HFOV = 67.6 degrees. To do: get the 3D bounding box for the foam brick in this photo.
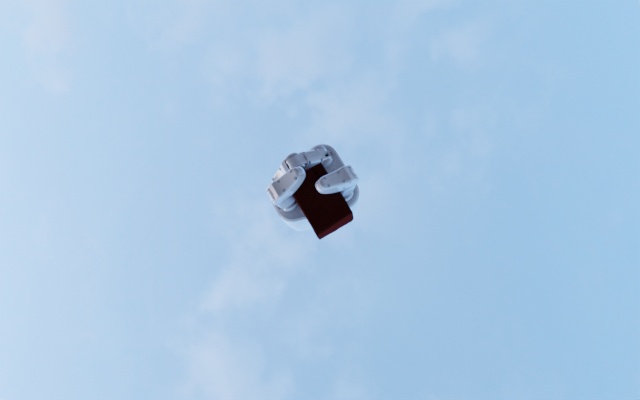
[{"bbox_3d":[0.000,0.002,0.597,0.053,0.078,0.051,-30,-14,-3],"label":"foam brick"}]
